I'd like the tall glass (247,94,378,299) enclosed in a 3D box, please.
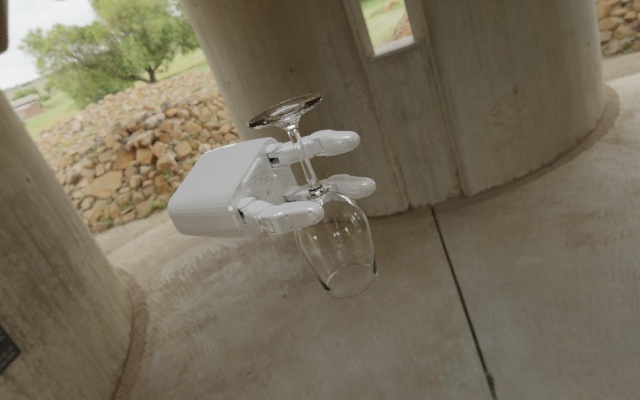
[{"bbox_3d":[0.000,0.001,0.479,0.079,0.201,0.079,-18,23,8],"label":"tall glass"}]
